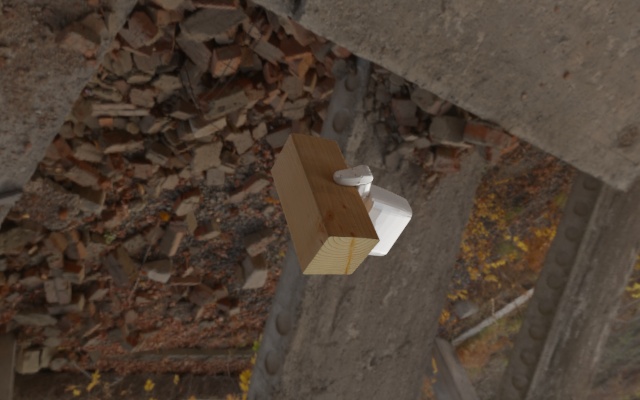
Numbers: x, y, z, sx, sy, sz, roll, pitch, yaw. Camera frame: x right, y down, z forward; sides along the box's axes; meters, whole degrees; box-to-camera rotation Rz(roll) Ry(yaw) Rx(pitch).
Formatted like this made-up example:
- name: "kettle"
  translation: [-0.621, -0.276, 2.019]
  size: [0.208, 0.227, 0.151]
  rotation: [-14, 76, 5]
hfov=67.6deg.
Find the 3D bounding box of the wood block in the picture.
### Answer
- name: "wood block"
  translation: [0.001, 0.002, 0.737]
  size: [0.090, 0.206, 0.091]
  rotation: [6, -44, -31]
